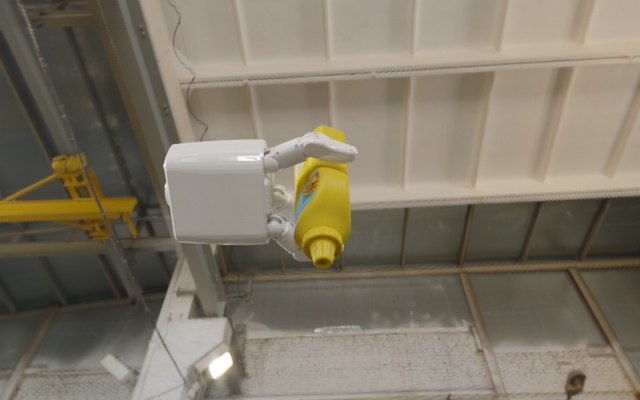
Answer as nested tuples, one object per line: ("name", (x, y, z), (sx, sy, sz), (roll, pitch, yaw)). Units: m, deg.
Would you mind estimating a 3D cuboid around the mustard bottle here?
("mustard bottle", (0.000, 0.002, 0.540), (0.058, 0.096, 0.191), (17, 36, -14))
